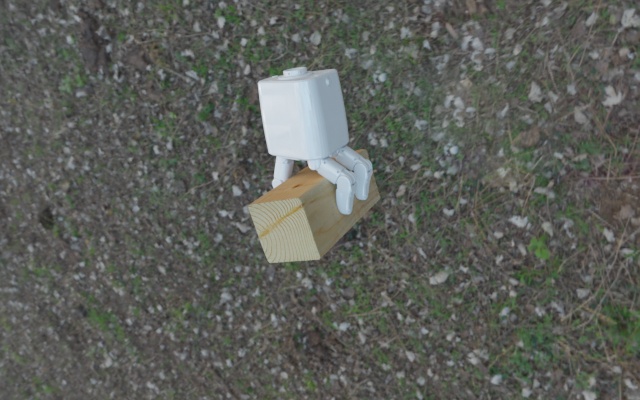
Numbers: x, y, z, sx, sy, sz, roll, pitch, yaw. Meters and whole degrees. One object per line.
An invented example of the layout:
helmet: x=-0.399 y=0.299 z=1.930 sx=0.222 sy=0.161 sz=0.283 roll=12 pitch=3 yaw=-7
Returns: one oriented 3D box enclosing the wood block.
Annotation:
wood block: x=0.000 y=0.002 z=0.706 sx=0.091 sy=0.090 sz=0.206 roll=-8 pitch=18 yaw=34
